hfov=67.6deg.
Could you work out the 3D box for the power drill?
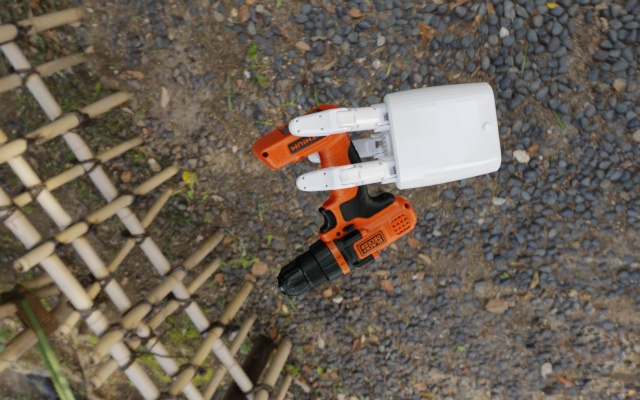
[{"bbox_3d":[0.000,0.001,0.541,0.184,0.188,0.057,-31,25,-6],"label":"power drill"}]
